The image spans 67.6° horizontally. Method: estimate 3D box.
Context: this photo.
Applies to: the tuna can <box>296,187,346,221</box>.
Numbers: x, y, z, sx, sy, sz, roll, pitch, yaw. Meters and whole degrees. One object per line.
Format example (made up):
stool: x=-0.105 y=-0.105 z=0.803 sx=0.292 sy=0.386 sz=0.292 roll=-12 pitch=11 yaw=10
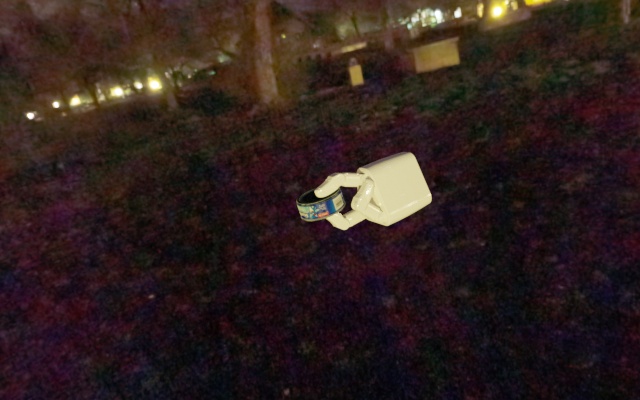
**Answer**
tuna can: x=0.000 y=0.002 z=0.870 sx=0.086 sy=0.034 sz=0.086 roll=-16 pitch=20 yaw=6
